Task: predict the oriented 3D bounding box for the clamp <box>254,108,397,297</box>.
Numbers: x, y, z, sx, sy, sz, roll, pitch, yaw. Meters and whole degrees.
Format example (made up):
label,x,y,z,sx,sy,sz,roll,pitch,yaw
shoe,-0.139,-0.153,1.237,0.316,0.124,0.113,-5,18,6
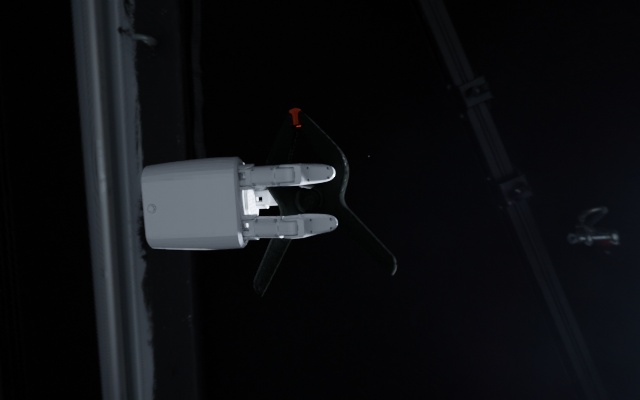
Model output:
label,x,y,z,sx,sy,sz,roll,pitch,yaw
clamp,0.000,0.001,0.539,0.164,0.210,0.036,-3,5,2
